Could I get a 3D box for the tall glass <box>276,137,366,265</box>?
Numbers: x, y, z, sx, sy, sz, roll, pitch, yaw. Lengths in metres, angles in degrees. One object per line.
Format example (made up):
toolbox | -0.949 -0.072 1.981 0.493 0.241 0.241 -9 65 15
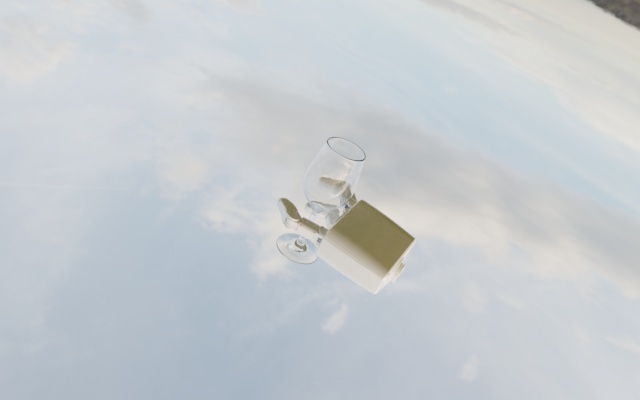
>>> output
tall glass | 0.000 0.003 0.737 0.079 0.201 0.079 19 31 -12
